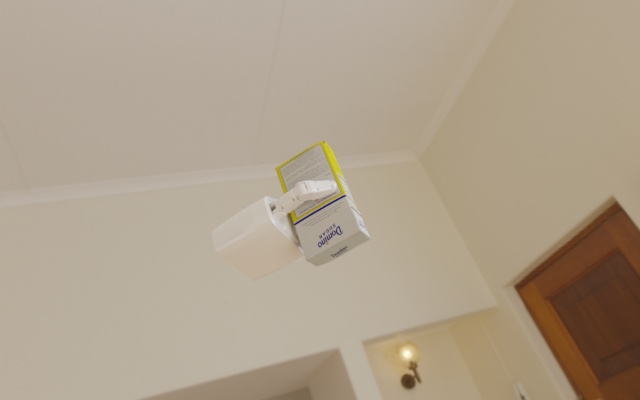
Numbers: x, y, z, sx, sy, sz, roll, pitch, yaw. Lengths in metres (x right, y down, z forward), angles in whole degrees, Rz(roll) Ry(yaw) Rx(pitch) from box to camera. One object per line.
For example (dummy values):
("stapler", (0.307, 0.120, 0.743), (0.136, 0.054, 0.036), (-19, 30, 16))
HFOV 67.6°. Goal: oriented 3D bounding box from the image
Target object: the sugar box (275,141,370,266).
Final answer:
("sugar box", (0.000, 0.003, 0.722), (0.093, 0.176, 0.048), (-29, -32, 14))
